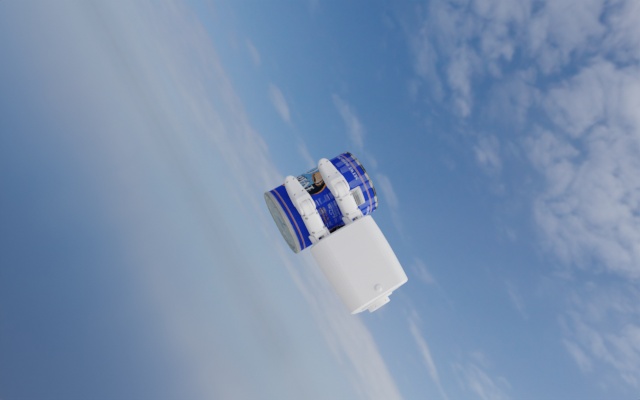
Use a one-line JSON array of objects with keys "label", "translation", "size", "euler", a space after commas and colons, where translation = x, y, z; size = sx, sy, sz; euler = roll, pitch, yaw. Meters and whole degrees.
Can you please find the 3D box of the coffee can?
[{"label": "coffee can", "translation": [0.000, 0.002, 0.721], "size": [0.140, 0.103, 0.103], "euler": [-28, 7, -13]}]
